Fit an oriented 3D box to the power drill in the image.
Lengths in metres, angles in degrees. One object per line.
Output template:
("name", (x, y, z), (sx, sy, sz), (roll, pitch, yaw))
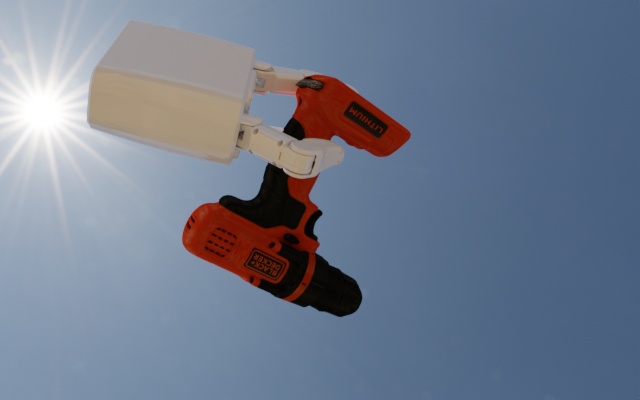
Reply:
("power drill", (0.000, 0.001, 0.423), (0.184, 0.187, 0.057), (30, 0, -29))
